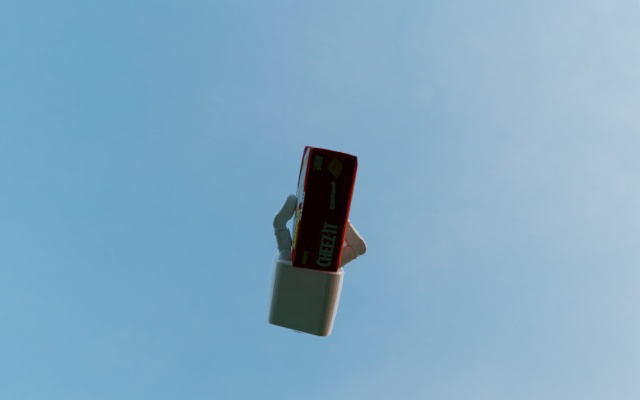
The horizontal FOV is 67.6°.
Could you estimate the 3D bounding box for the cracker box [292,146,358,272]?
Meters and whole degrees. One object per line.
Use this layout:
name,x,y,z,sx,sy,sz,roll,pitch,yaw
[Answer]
cracker box,0.000,0.002,0.735,0.072,0.164,0.213,9,7,-5
